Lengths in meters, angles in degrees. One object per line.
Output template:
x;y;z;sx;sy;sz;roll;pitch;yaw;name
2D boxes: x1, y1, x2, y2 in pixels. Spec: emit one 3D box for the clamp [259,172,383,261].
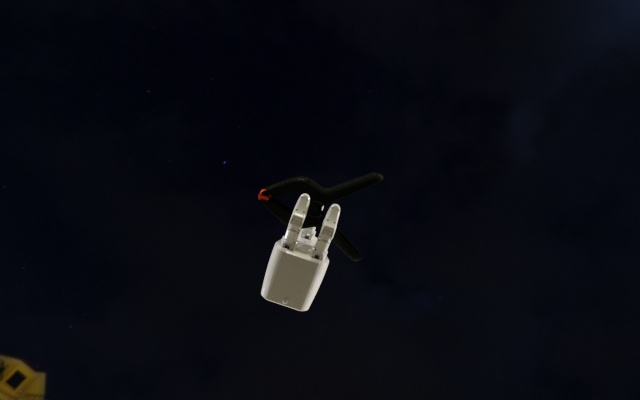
0.000;0.003;0.832;0.210;0.164;0.036;19;15;-3;clamp
